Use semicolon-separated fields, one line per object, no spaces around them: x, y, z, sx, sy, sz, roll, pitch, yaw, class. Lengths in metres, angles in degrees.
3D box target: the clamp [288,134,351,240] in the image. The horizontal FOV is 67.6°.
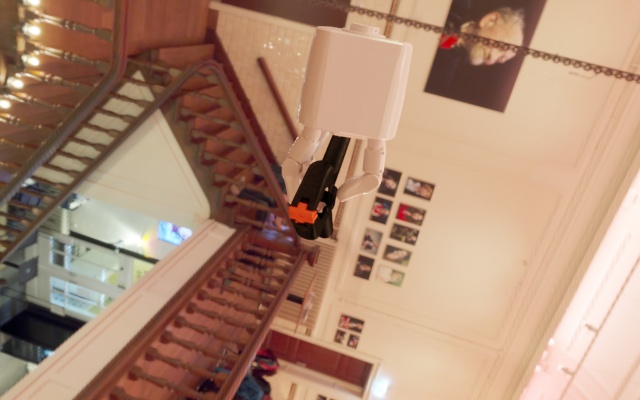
0.001;0.002;0.593;0.036;0.165;0.210;12;21;9;clamp
